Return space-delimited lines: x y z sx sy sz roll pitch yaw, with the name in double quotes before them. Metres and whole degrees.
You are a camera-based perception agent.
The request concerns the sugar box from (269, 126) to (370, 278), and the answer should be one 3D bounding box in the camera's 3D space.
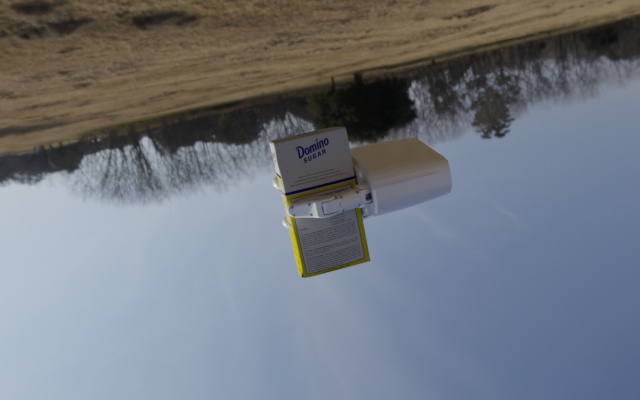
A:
"sugar box" 0.000 0.002 0.602 0.093 0.176 0.048 -14 12 -11
